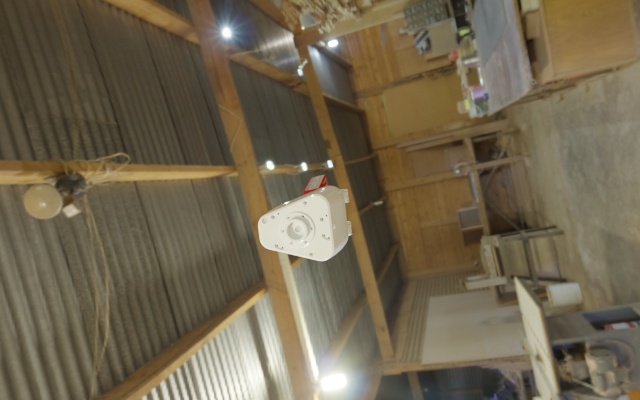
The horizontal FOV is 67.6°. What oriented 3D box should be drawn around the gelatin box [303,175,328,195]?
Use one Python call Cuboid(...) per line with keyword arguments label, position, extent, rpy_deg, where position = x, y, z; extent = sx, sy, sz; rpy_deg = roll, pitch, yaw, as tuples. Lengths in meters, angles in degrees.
Cuboid(label="gelatin box", position=(0.000, 0.003, 0.826), extent=(0.030, 0.073, 0.089), rpy_deg=(-12, 16, 11))
